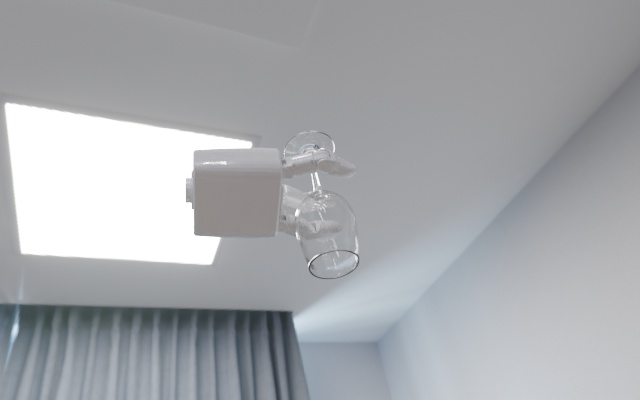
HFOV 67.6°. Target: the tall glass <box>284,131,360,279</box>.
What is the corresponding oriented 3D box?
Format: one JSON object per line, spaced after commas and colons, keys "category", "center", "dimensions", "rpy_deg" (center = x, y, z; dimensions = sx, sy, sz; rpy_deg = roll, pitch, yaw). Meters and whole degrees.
{"category": "tall glass", "center": [0.000, 0.001, 0.627], "dimensions": [0.079, 0.200, 0.079], "rpy_deg": [-7, -40, -6]}
